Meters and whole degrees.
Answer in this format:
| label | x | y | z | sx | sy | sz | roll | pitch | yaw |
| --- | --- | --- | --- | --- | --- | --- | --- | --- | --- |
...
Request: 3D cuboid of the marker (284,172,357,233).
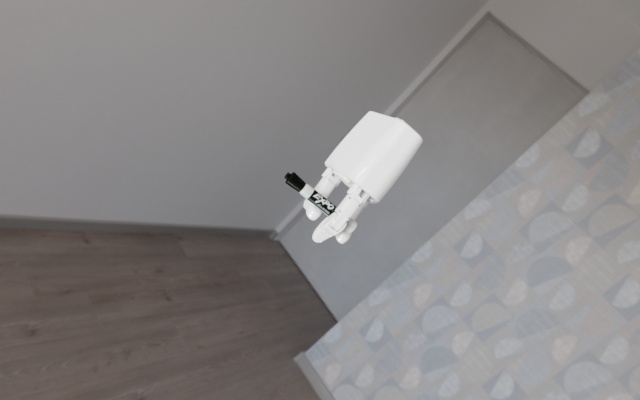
| label | x | y | z | sx | sy | sz | roll | pitch | yaw |
| --- | --- | --- | --- | --- | --- | --- | --- | --- | --- |
| marker | 0.000 | 0.002 | 0.651 | 0.121 | 0.020 | 0.020 | 39 | -11 | -15 |
